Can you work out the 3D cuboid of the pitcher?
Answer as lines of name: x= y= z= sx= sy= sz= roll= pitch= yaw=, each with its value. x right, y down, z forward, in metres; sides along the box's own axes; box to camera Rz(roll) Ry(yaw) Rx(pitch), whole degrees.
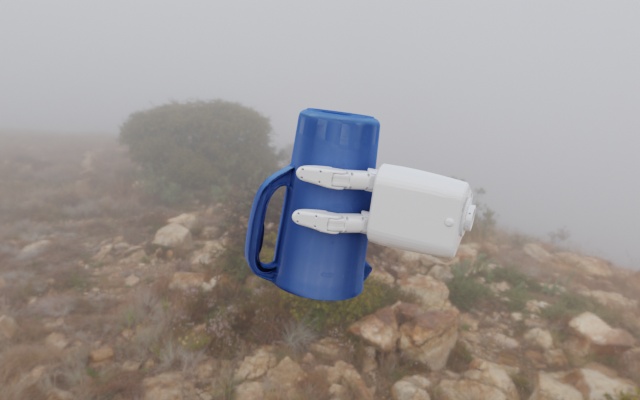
pitcher: x=0.000 y=0.002 z=0.644 sx=0.145 sy=0.243 sz=0.149 roll=13 pitch=13 yaw=23
